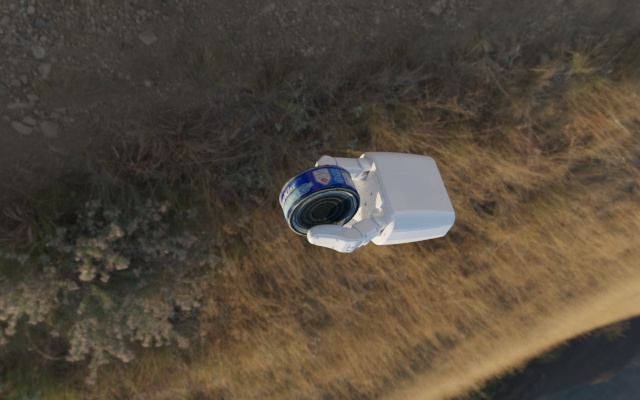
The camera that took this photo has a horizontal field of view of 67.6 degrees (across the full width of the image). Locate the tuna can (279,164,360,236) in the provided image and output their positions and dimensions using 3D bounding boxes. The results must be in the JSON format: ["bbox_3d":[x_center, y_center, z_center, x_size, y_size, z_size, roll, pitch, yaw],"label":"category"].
[{"bbox_3d":[0.000,0.002,0.529,0.086,0.033,0.086,-14,-36,-10],"label":"tuna can"}]
